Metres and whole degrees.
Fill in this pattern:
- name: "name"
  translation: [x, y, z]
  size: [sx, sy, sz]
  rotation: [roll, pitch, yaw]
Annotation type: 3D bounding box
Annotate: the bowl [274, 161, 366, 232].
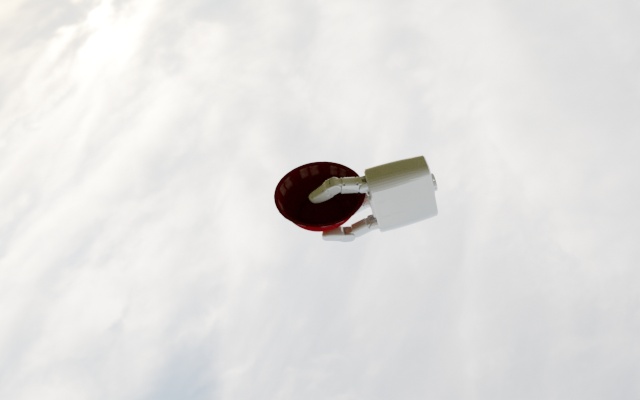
- name: "bowl"
  translation: [-0.001, 0.003, 0.852]
  size: [0.162, 0.162, 0.055]
  rotation: [0, -44, 6]
